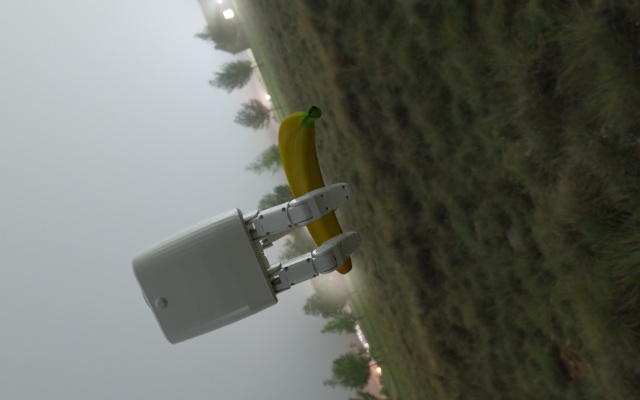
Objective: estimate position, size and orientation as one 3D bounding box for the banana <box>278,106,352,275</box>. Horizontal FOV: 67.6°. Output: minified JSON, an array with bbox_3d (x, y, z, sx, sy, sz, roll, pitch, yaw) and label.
[{"bbox_3d":[-0.008,-0.010,0.482,0.037,0.198,0.069,-24,36,-12],"label":"banana"}]
